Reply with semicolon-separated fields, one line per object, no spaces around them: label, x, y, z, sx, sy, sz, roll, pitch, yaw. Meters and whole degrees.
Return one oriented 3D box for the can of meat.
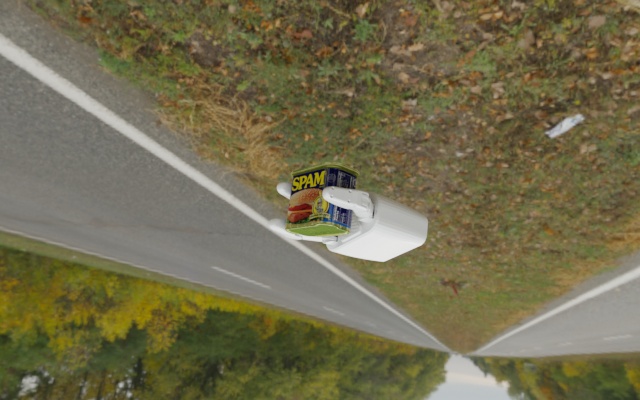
can of meat;0.000;0.002;0.642;0.057;0.084;0.102;19;-19;-37
